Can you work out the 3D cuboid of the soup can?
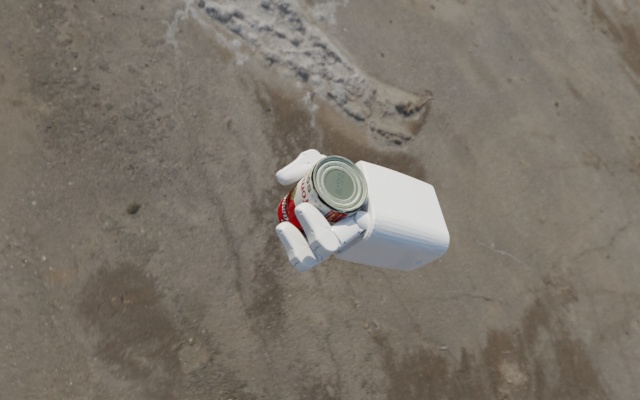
[{"bbox_3d":[0.000,0.001,0.539,0.068,0.068,0.102,0,-23,-28],"label":"soup can"}]
